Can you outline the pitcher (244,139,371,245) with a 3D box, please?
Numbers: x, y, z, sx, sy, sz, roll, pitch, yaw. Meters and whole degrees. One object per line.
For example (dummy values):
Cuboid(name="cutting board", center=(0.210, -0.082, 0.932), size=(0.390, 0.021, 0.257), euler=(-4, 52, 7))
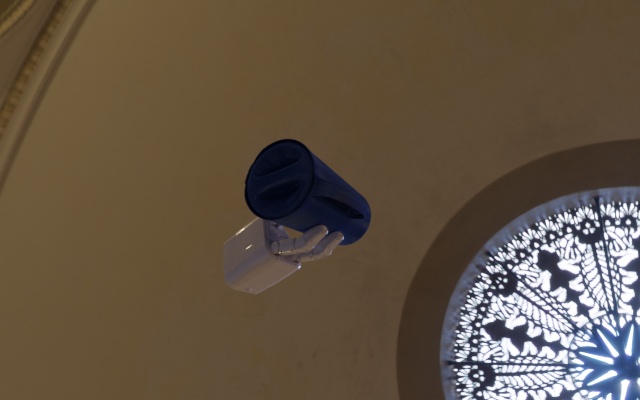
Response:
Cuboid(name="pitcher", center=(0.000, 0.003, 0.822), size=(0.145, 0.149, 0.243), euler=(-37, -33, 16))
